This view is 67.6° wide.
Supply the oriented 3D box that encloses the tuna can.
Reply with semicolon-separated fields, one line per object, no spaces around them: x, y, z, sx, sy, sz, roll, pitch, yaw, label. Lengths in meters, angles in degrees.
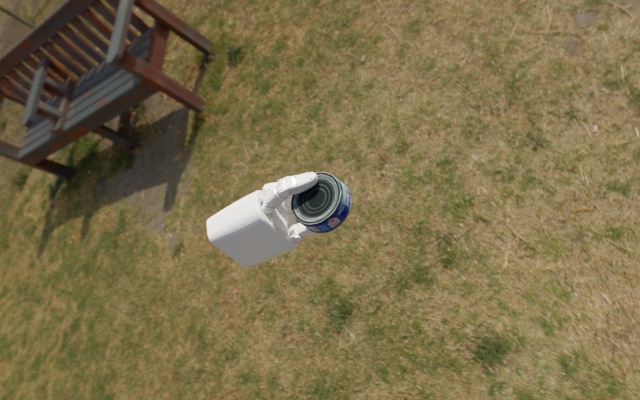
0.000;0.002;0.695;0.086;0.086;0.034;0;-23;31;tuna can
